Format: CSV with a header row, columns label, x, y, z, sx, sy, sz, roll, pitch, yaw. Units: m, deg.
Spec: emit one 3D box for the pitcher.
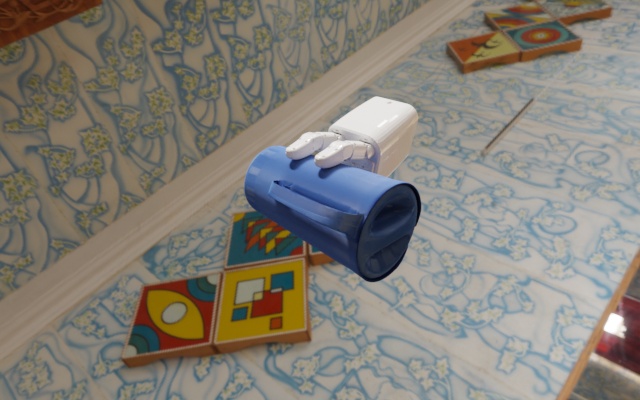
label,x,y,z,sx,sy,sz,roll,pitch,yaw
pitcher,0.000,0.002,0.657,0.242,0.149,0.145,24,53,38
